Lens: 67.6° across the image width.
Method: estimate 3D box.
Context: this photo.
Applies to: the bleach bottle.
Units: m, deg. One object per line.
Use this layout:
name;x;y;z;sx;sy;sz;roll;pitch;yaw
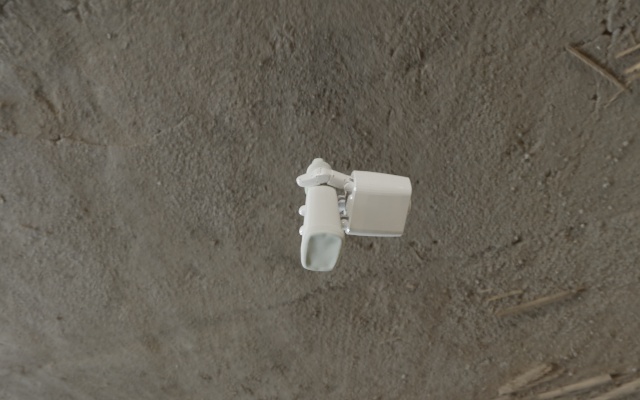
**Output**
bleach bottle;0.000;0.003;0.868;0.068;0.103;0.250;5;42;-6
